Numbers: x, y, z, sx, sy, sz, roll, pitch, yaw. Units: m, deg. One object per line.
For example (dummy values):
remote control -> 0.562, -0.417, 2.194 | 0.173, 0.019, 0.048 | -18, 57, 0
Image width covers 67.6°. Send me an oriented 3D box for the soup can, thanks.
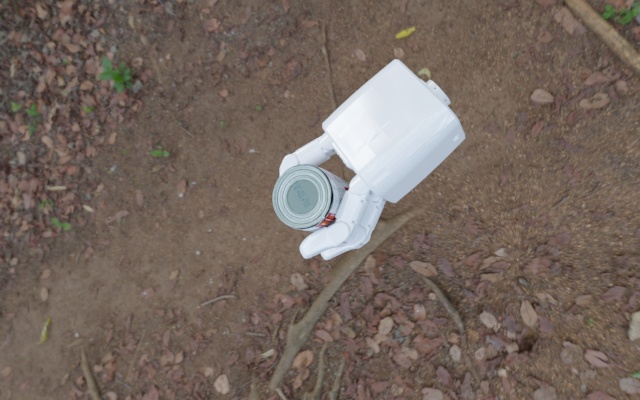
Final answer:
soup can -> 0.000, 0.002, 0.520 | 0.068, 0.068, 0.102 | 0, -7, 22
